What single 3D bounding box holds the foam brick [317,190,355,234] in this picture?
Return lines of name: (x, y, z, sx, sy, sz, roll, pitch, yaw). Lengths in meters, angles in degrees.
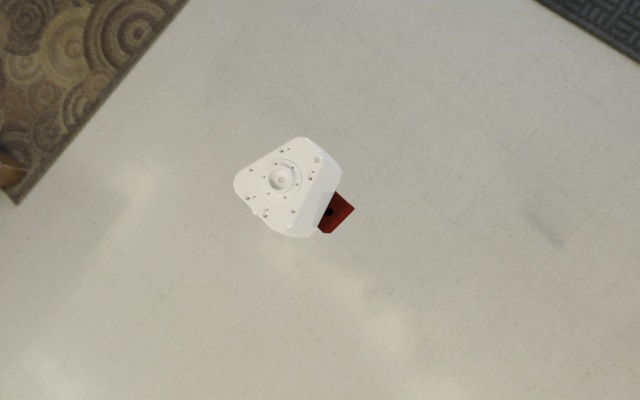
foam brick: (0.000, 0.002, 0.666, 0.078, 0.053, 0.051, 43, 5, 12)
